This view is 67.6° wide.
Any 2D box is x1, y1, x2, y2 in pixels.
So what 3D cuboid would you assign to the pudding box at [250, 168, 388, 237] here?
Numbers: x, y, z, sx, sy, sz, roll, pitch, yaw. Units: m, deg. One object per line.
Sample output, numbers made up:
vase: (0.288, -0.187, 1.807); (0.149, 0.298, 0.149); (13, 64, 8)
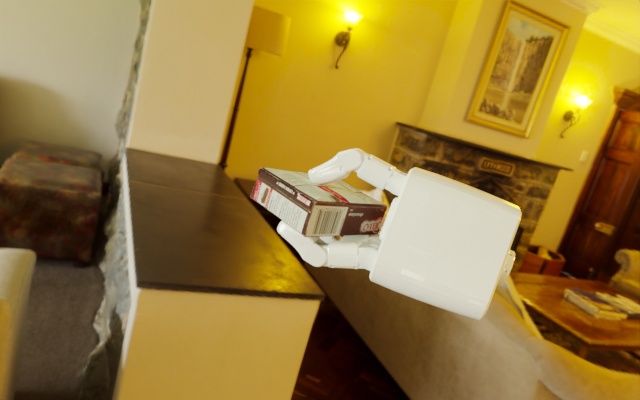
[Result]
pudding box: (0.000, 0.001, 0.492); (0.113, 0.039, 0.090); (5, 19, -47)
